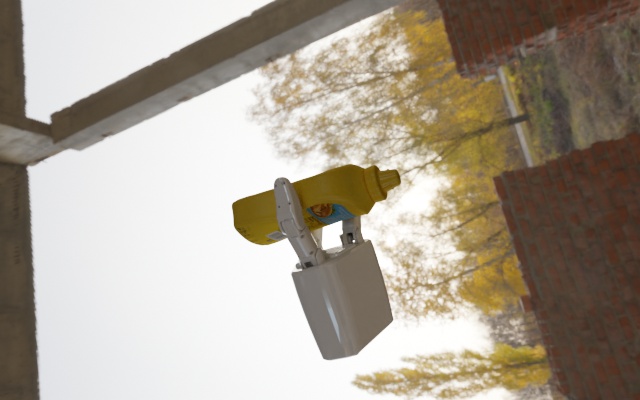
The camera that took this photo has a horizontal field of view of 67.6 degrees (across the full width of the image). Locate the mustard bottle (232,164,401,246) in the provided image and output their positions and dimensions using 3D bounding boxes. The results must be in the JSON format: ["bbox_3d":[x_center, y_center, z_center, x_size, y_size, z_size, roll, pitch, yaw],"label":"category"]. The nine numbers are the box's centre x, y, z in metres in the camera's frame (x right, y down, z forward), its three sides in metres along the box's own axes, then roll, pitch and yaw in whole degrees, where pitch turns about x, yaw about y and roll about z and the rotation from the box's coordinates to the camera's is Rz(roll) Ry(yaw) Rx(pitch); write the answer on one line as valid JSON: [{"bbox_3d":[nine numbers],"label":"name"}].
[{"bbox_3d":[0.000,0.002,0.553,0.191,0.058,0.096,-17,-23,21],"label":"mustard bottle"}]
